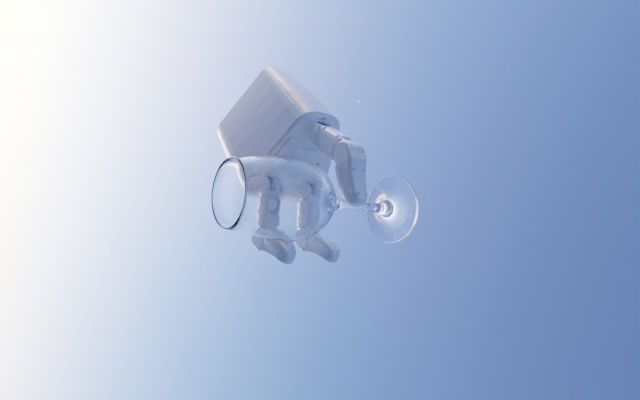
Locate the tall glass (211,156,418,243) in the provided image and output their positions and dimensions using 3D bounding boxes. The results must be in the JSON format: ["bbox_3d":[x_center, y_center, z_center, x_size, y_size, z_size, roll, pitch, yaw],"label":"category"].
[{"bbox_3d":[0.001,0.002,0.460,0.201,0.079,0.079,6,-4,-39],"label":"tall glass"}]
